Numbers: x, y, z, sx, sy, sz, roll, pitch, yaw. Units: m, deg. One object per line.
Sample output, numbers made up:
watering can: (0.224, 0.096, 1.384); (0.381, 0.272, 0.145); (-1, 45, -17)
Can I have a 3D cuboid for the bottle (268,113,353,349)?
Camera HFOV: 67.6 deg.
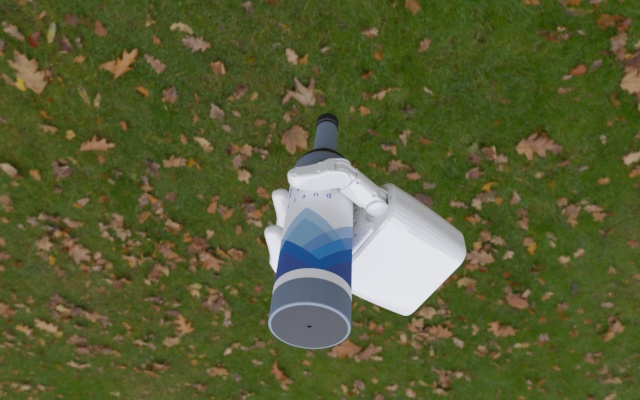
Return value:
bottle: (0.000, 0.002, 0.488); (0.069, 0.069, 0.295); (0, 43, 5)
